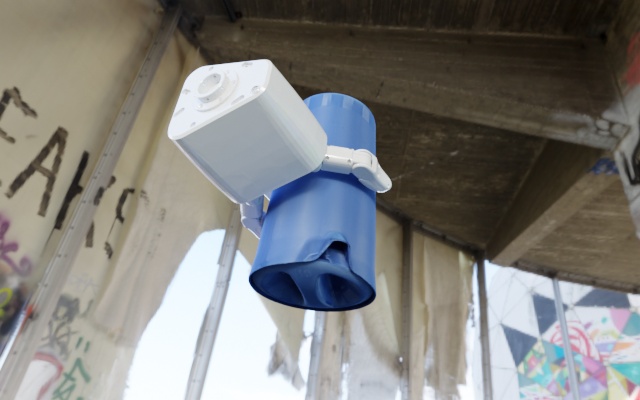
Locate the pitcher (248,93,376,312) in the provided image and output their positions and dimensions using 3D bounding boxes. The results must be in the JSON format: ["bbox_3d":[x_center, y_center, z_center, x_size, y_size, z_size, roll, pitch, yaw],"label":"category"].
[{"bbox_3d":[0.000,0.002,0.562,0.149,0.242,0.145,-11,-36,27],"label":"pitcher"}]
